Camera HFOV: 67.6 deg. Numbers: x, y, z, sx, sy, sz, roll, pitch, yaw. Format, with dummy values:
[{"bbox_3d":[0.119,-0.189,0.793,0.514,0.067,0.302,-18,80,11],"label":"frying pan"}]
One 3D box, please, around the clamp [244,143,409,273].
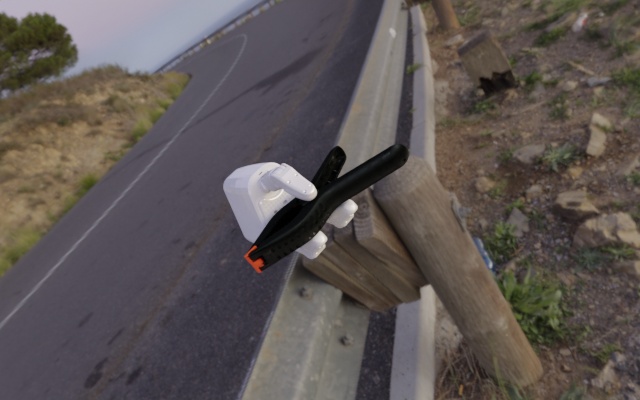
[{"bbox_3d":[-0.001,0.002,0.555,0.210,0.036,0.164,-47,20,-21],"label":"clamp"}]
